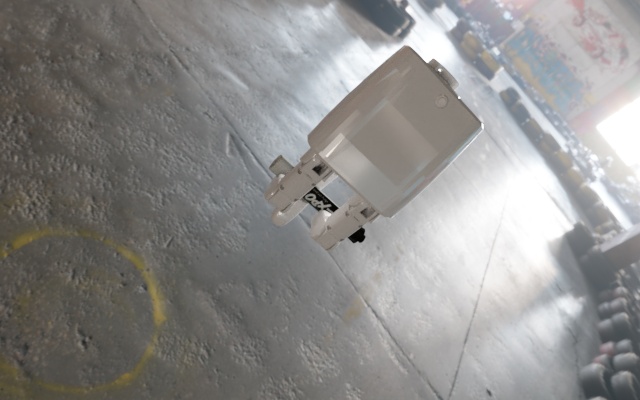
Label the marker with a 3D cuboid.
[{"bbox_3d":[0.000,0.002,0.469,0.121,0.020,0.020,42,-14,-17],"label":"marker"}]
